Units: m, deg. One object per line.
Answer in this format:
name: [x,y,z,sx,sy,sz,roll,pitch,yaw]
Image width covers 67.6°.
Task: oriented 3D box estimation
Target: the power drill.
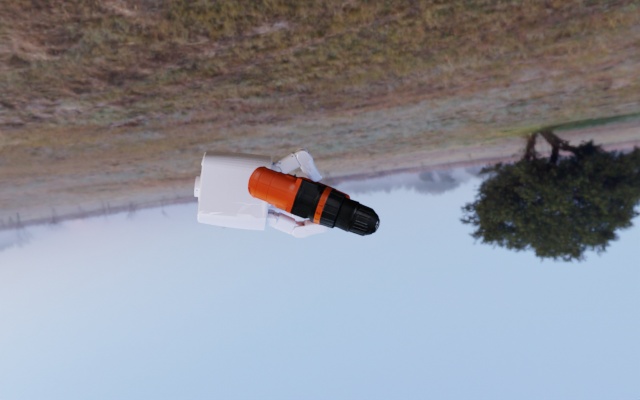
power drill: [0.000,0.002,0.704,0.184,0.057,0.187,22,1,7]
